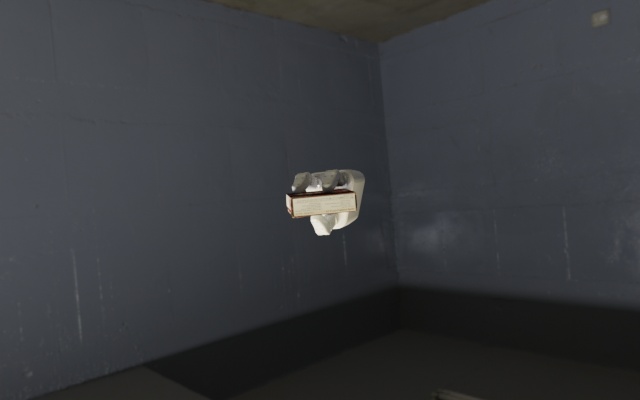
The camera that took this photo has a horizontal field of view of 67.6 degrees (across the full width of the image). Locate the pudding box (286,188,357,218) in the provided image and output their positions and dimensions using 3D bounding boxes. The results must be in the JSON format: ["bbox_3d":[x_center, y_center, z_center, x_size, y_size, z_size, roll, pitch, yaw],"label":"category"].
[{"bbox_3d":[0.000,0.003,0.831,0.113,0.039,0.090,-7,5,-8],"label":"pudding box"}]
